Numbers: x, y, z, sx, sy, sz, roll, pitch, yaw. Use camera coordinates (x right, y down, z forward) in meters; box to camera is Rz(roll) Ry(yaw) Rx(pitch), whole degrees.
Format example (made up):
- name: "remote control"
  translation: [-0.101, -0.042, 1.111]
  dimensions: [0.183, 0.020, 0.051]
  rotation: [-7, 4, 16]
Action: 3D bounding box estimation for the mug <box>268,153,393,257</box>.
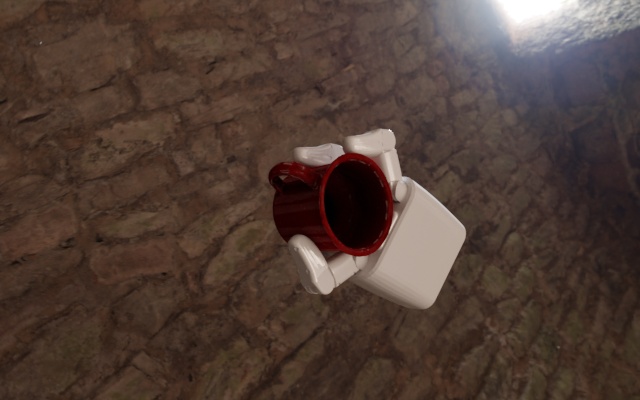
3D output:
- name: "mug"
  translation: [-0.001, 0.001, 0.447]
  dimensions: [0.117, 0.093, 0.081]
  rotation: [34, -26, -33]
